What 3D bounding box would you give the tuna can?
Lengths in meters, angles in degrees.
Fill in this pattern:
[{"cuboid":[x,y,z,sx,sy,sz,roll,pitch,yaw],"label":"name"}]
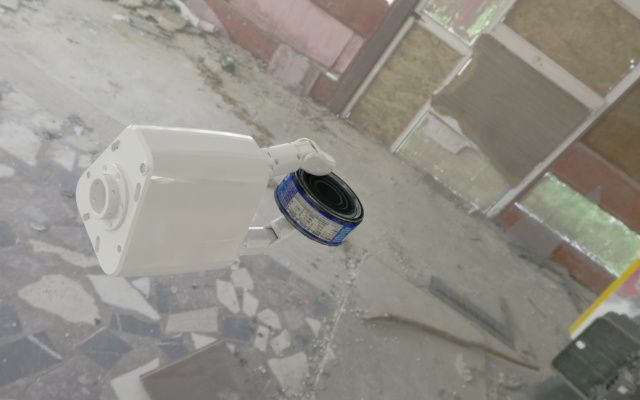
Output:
[{"cuboid":[0.000,0.001,0.460,0.086,0.086,0.034,0,-44,-54],"label":"tuna can"}]
